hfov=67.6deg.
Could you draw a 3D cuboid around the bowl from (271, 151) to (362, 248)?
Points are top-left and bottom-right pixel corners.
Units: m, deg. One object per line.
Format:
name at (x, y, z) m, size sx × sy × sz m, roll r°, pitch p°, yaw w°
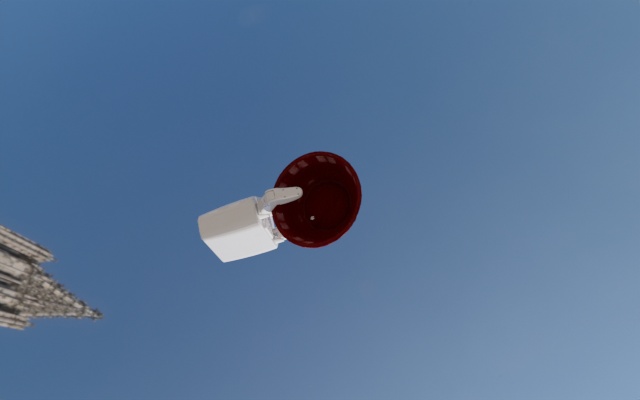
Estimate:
bowl at (0.002, 0.003, 0.795) m, size 0.162 × 0.162 × 0.055 m, roll 0°, pitch -13°, yaw 25°
